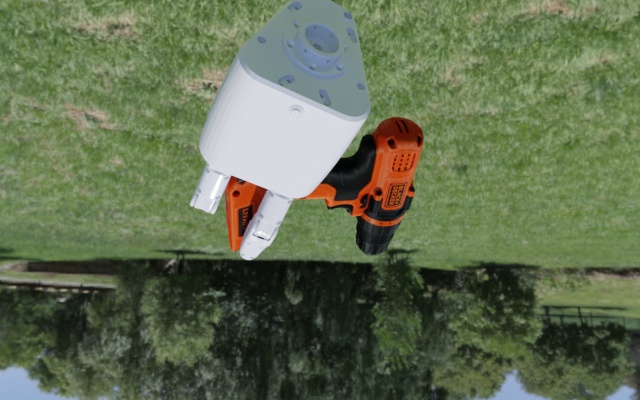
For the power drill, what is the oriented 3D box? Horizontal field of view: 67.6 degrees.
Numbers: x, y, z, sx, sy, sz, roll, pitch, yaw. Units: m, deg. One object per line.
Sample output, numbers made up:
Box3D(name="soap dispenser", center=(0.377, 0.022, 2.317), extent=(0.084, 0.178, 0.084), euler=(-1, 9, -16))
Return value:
Box3D(name="power drill", center=(0.000, 0.001, 0.479), extent=(0.187, 0.057, 0.185), euler=(-7, -43, -13))
